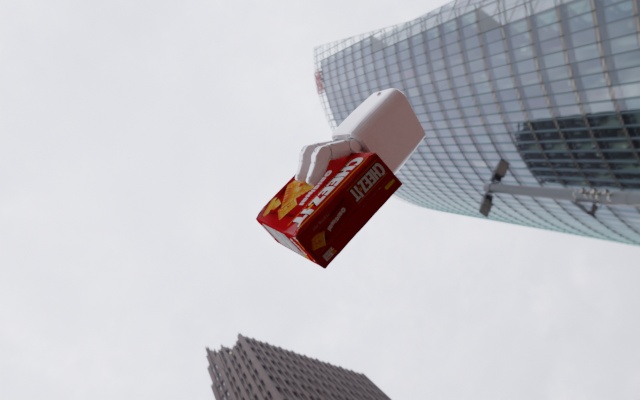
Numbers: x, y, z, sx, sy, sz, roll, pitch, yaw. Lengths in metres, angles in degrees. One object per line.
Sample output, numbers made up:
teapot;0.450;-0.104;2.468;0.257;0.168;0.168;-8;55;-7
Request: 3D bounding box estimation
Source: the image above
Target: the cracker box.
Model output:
cracker box;0.000;0.003;0.732;0.072;0.164;0.213;47;-13;-19
